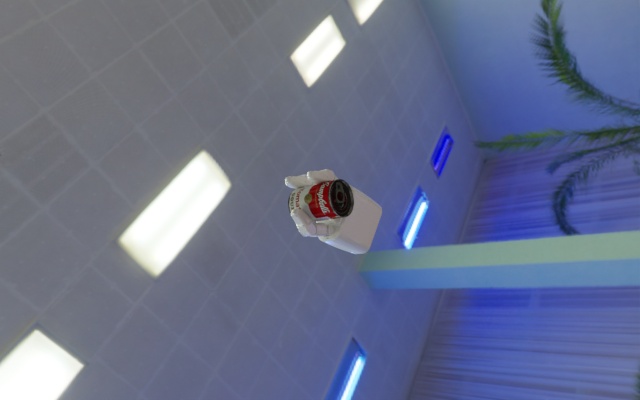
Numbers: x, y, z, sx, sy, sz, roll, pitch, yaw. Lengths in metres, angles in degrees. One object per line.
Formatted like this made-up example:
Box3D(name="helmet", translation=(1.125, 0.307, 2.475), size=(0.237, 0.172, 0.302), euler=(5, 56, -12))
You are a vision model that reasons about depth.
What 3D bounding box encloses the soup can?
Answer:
Box3D(name="soup can", translation=(0.000, 0.003, 0.861), size=(0.102, 0.068, 0.068), euler=(-10, -7, 40))
